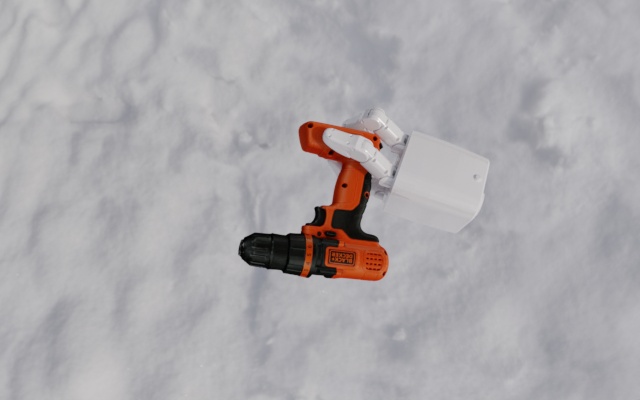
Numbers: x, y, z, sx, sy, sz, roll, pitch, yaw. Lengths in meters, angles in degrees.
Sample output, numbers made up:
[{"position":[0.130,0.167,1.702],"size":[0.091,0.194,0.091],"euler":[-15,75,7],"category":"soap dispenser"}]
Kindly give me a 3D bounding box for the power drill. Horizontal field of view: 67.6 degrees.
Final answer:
[{"position":[0.000,0.002,0.590],"size":[0.184,0.187,0.057],"euler":[9,-9,-16],"category":"power drill"}]
